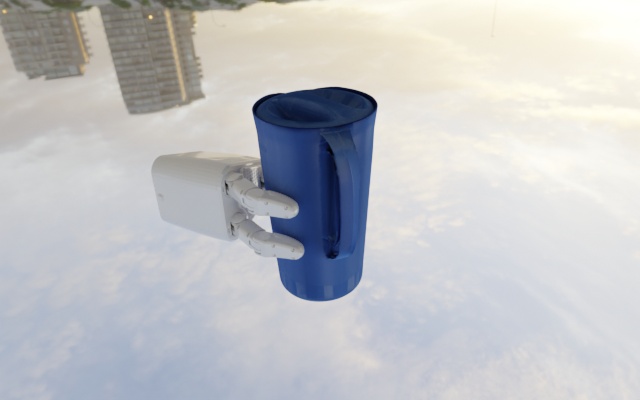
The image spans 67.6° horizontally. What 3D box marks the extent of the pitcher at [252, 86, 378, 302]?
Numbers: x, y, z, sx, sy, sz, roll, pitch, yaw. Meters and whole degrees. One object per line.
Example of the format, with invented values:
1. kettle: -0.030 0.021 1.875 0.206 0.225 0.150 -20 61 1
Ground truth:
1. pitcher: 0.000 0.002 0.554 0.145 0.243 0.149 12 33 23
